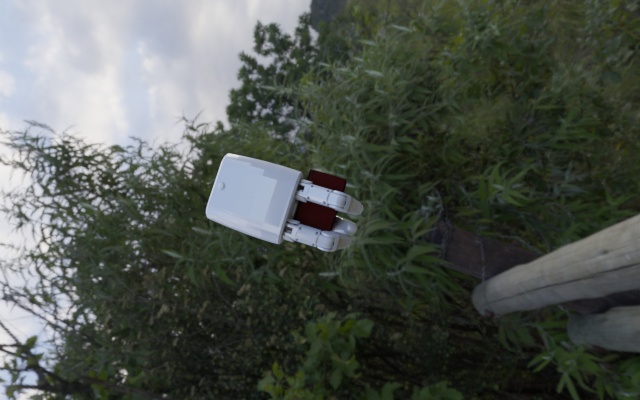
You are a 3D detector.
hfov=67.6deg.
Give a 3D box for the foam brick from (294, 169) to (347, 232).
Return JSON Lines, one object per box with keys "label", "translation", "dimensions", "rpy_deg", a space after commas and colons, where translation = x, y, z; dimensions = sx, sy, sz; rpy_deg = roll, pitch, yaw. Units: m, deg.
{"label": "foam brick", "translation": [0.000, 0.002, 0.656], "dimensions": [0.051, 0.078, 0.053], "rpy_deg": [17, -4, 5]}
